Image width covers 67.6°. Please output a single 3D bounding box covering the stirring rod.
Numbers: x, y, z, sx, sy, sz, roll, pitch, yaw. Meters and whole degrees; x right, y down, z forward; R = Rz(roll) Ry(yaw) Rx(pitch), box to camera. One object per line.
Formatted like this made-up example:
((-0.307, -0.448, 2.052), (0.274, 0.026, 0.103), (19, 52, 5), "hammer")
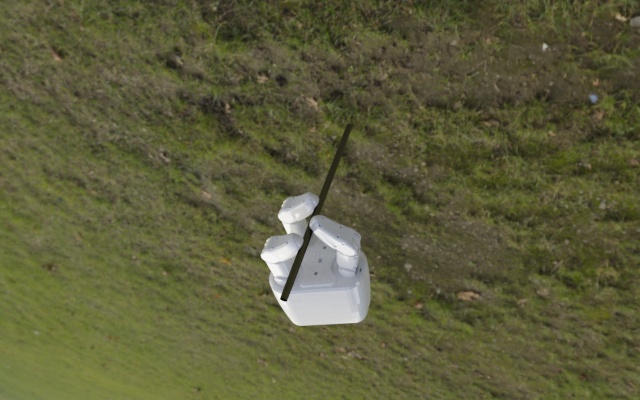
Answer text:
((0.000, 0.002, 0.524), (0.011, 0.239, 0.011), (14, -34, 10), "stirring rod")
